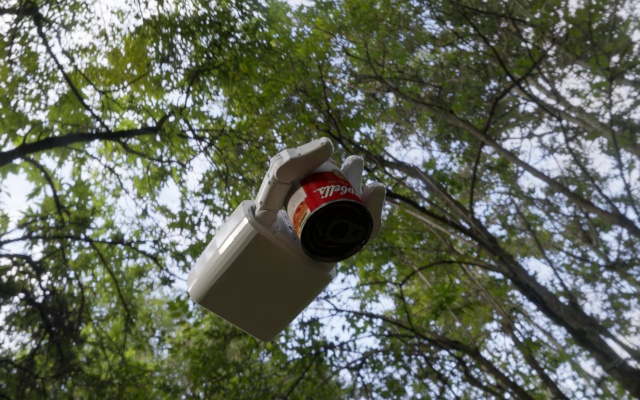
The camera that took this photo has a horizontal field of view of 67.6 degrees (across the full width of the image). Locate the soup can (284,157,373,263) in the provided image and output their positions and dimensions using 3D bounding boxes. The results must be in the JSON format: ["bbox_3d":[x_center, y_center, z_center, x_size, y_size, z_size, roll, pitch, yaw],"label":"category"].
[{"bbox_3d":[0.000,0.001,0.456,0.068,0.068,0.102,0,32,-20],"label":"soup can"}]
